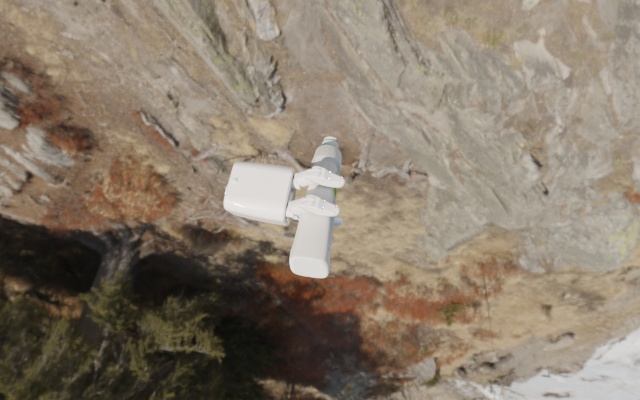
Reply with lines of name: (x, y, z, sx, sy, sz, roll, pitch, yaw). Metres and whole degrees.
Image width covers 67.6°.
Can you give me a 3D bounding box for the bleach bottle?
bleach bottle: (0.000, 0.003, 0.850, 0.068, 0.250, 0.103, 8, -26, 4)
